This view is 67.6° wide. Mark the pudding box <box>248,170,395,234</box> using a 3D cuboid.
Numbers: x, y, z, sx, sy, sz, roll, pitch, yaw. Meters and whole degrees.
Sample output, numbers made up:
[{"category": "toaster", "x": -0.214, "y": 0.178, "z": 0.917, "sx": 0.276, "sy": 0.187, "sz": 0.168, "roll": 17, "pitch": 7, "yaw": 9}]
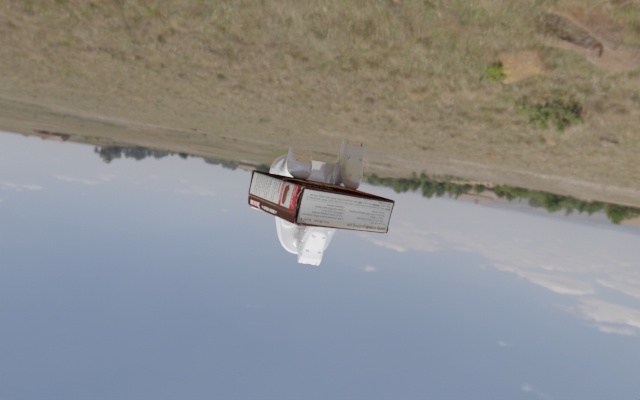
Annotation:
[{"category": "pudding box", "x": 0.000, "y": 0.002, "z": 0.460, "sx": 0.113, "sy": 0.039, "sz": 0.090, "roll": 6, "pitch": 7, "yaw": -37}]
